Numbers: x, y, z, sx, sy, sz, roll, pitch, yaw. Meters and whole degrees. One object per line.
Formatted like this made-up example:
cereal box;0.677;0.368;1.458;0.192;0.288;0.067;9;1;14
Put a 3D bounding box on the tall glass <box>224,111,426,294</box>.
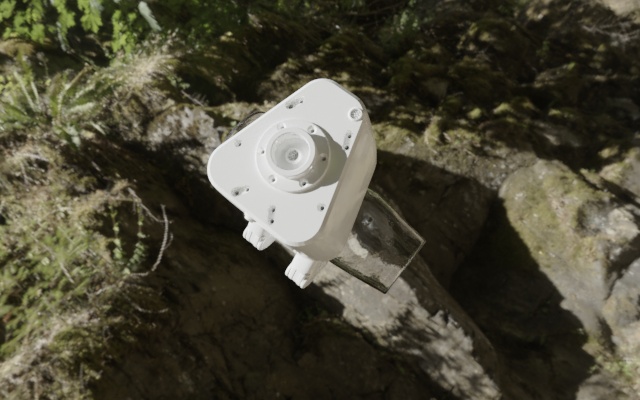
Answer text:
tall glass;0.000;0.001;0.453;0.201;0.079;0.079;38;9;13
